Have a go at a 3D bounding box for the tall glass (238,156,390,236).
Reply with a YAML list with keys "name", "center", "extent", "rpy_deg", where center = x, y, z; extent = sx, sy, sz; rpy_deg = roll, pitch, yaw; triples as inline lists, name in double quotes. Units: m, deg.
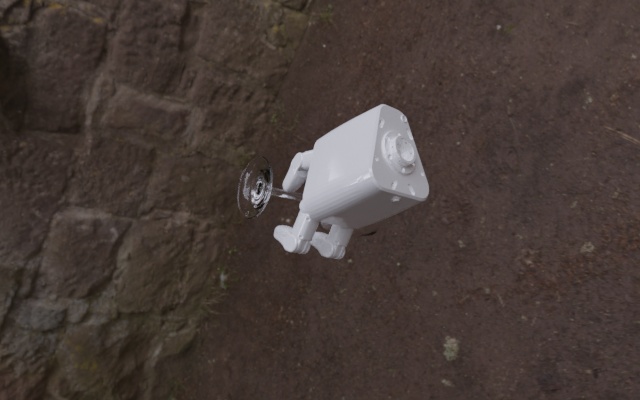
- name: "tall glass"
  center: [-0.001, 0.002, 0.613]
  extent: [0.201, 0.079, 0.079]
  rpy_deg: [13, -8, -37]
